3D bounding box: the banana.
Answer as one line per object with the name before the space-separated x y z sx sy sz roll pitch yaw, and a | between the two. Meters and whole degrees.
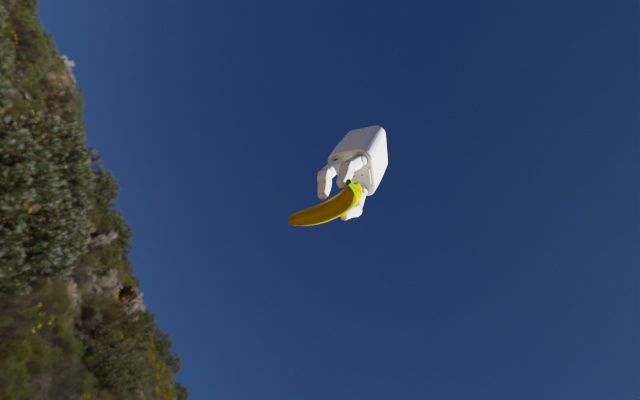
banana | 0.017 0.008 0.903 0.070 0.037 0.198 24 -38 -28
